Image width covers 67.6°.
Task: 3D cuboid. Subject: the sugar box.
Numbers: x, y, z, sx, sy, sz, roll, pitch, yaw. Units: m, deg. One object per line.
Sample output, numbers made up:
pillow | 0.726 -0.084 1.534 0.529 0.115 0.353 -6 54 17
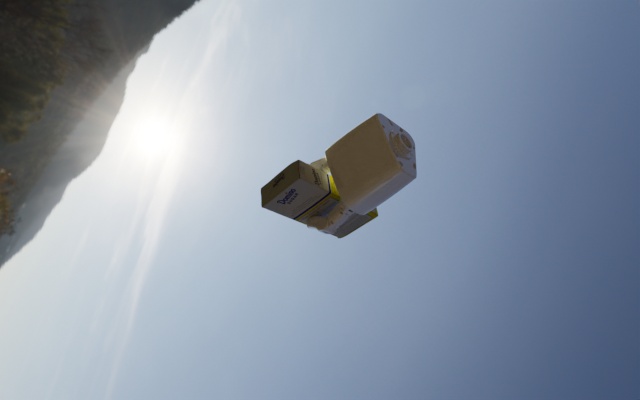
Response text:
sugar box | 0.000 0.002 0.773 0.176 0.048 0.093 27 -48 -36
